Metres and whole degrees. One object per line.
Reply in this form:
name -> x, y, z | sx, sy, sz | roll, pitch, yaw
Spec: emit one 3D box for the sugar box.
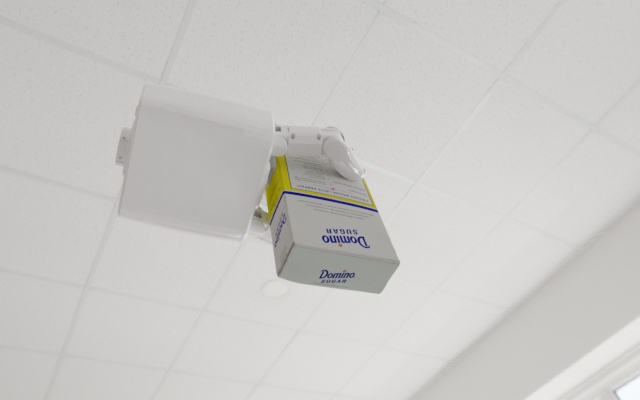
sugar box -> 0.000, 0.002, 0.431 | 0.093, 0.048, 0.176 | 12, 37, -20
